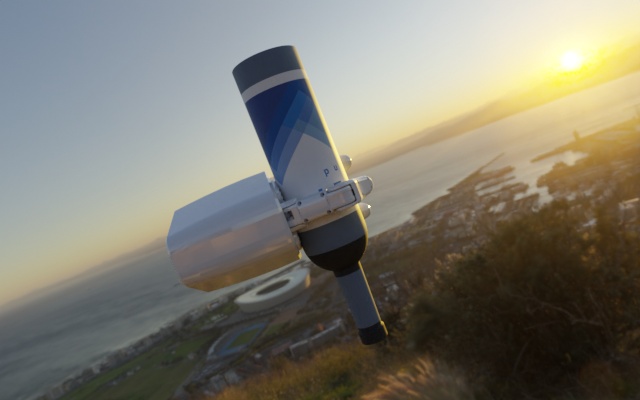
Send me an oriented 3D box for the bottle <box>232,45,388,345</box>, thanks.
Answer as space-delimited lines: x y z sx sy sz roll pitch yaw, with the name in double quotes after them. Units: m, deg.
0.000 0.001 0.468 0.069 0.296 0.069 -22 3 1 "bottle"
